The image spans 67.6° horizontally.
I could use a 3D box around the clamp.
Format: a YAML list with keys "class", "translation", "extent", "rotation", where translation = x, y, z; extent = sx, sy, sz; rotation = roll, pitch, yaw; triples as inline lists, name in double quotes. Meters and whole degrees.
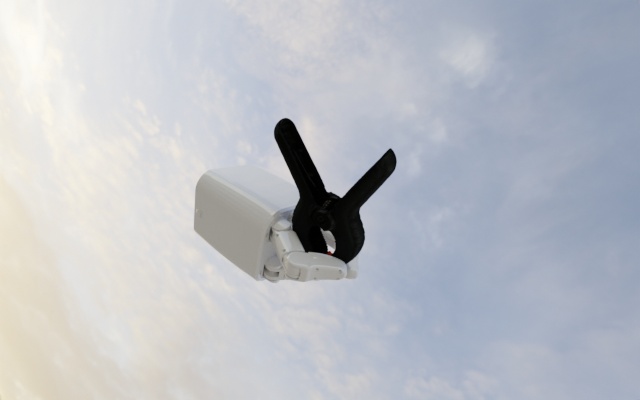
- class: "clamp"
  translation: [0.000, 0.001, 0.468]
  extent: [0.120, 0.172, 0.039]
  rotation: [31, 40, 22]
